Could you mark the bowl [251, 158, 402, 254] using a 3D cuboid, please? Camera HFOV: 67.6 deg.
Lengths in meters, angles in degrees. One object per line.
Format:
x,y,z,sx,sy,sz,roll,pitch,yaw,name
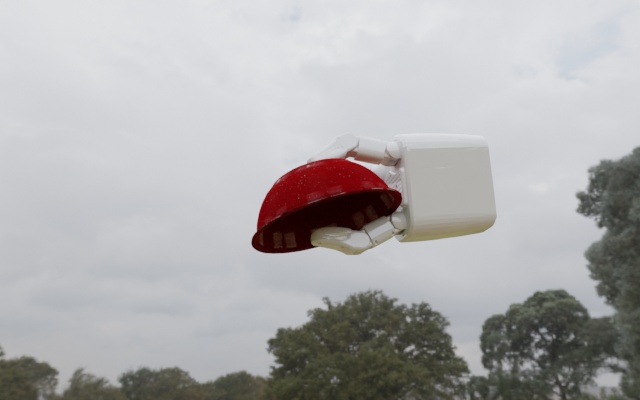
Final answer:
-0.001,0.001,0.498,0.162,0.055,0.162,-16,-19,-6,bowl
